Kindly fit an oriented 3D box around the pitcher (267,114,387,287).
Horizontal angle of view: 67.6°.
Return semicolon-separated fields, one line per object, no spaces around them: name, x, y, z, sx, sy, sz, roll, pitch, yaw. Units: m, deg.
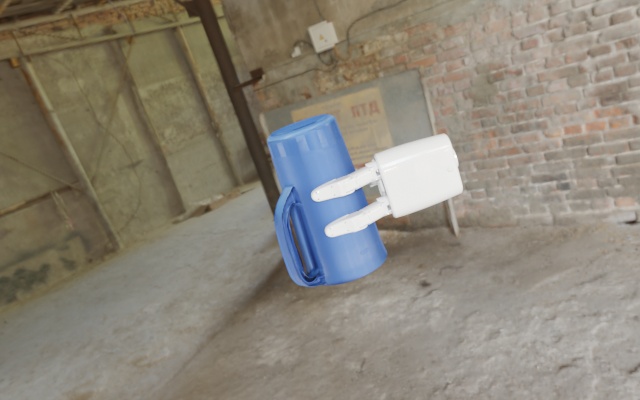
pitcher;0.000;0.002;0.729;0.145;0.243;0.149;-18;15;6
